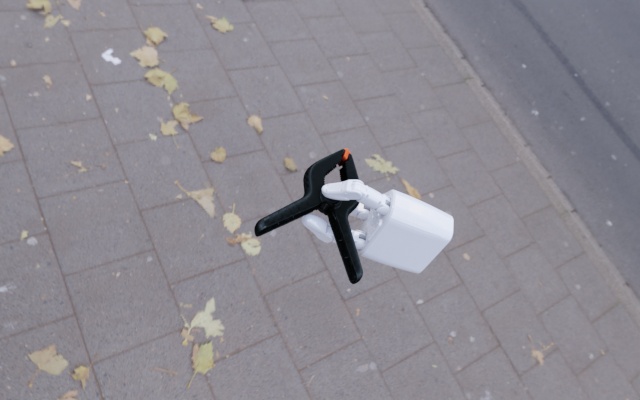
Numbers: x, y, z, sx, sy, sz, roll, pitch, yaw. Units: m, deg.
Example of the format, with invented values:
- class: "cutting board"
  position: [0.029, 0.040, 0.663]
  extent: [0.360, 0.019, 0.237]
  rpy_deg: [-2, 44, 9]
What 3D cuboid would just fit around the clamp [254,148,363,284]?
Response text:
- class: "clamp"
  position: [0.001, 0.002, 0.700]
  extent: [0.164, 0.209, 0.036]
  rpy_deg: [23, -34, -15]
